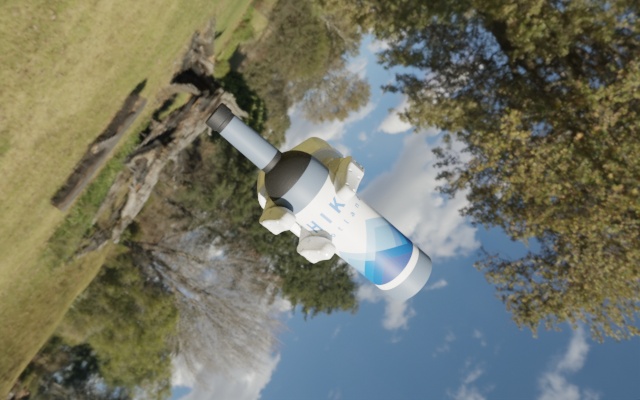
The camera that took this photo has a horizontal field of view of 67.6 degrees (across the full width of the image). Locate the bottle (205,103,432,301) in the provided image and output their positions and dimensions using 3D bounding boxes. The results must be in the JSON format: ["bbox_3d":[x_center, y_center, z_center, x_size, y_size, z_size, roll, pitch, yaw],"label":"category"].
[{"bbox_3d":[0.000,0.002,0.524,0.296,0.069,0.069,40,-15,-18],"label":"bottle"}]
